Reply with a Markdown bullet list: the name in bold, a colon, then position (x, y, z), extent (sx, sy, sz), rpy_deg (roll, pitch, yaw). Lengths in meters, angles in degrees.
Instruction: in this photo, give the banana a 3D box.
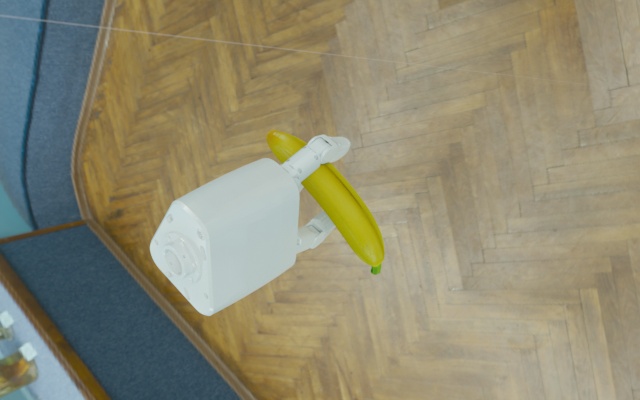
- **banana**: position (0.010, -0.001, 0.499), extent (0.037, 0.198, 0.070), rpy_deg (-37, 1, -30)
